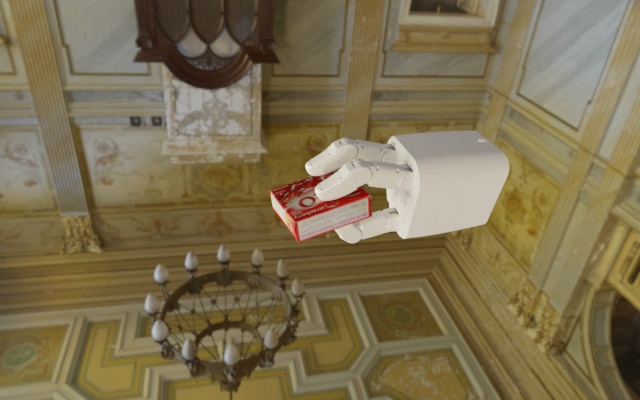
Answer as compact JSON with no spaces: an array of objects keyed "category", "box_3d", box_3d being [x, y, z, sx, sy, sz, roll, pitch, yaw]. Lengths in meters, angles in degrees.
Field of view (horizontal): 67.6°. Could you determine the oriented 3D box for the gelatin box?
[{"category":"gelatin box","box_3d":[0.000,0.002,0.513,0.089,0.030,0.073,-19,35,-17]}]
